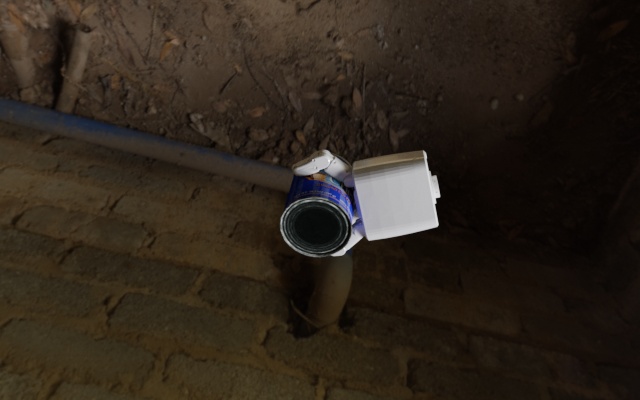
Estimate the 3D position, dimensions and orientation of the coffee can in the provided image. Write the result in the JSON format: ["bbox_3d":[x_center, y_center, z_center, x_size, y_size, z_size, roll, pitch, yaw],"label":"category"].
[{"bbox_3d":[0.000,0.002,0.723,0.103,0.103,0.140,0,32,6],"label":"coffee can"}]
